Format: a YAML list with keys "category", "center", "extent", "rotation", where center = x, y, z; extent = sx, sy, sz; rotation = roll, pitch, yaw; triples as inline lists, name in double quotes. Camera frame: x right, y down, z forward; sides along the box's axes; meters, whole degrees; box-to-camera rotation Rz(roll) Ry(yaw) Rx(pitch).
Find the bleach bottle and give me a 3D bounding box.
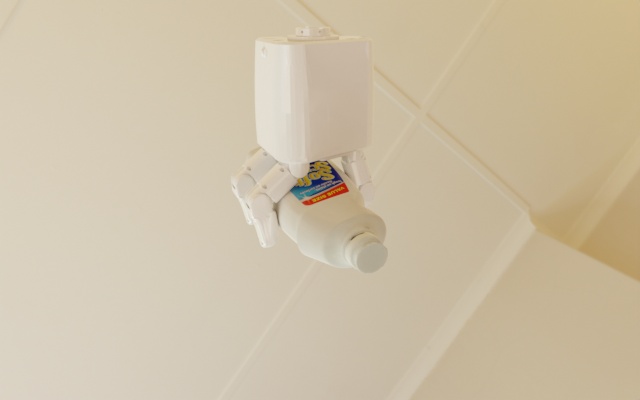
- category: "bleach bottle"
  center: [0.000, 0.002, 0.488]
  extent: [0.102, 0.068, 0.250]
  rotation: [-10, 24, -21]
